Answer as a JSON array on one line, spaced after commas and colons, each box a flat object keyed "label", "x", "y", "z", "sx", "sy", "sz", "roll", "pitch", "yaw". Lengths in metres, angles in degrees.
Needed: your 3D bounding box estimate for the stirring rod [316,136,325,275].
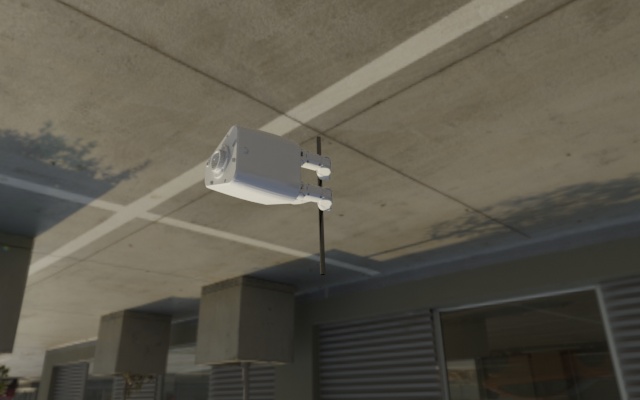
[{"label": "stirring rod", "x": 0.000, "y": 0.002, "z": 0.780, "sx": 0.011, "sy": 0.239, "sz": 0.011, "roll": -2, "pitch": -22, "yaw": -1}]
